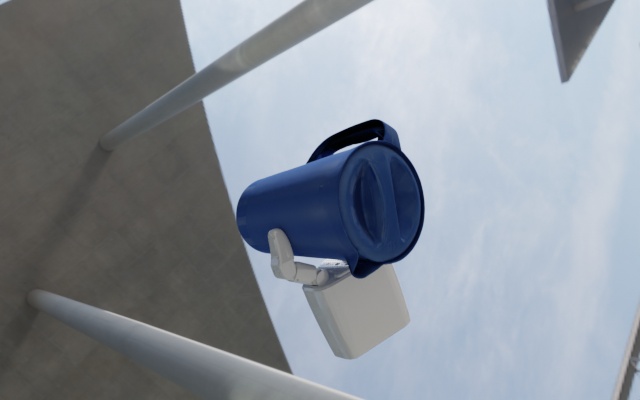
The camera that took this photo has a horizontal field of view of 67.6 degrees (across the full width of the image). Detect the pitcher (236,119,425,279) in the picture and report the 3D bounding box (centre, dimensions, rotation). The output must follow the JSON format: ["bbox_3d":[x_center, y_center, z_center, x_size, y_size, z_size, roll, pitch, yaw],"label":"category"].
[{"bbox_3d":[0.000,0.002,0.598,0.149,0.145,0.243,-32,15,-37],"label":"pitcher"}]
